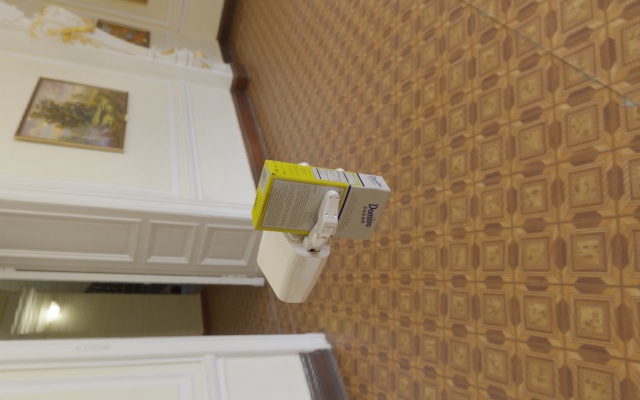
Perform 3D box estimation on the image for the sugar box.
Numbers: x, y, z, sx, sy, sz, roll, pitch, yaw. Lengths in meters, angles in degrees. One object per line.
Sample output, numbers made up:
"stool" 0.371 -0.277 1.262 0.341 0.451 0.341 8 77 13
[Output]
"sugar box" 0.000 0.002 0.670 0.176 0.093 0.048 6 34 -23
